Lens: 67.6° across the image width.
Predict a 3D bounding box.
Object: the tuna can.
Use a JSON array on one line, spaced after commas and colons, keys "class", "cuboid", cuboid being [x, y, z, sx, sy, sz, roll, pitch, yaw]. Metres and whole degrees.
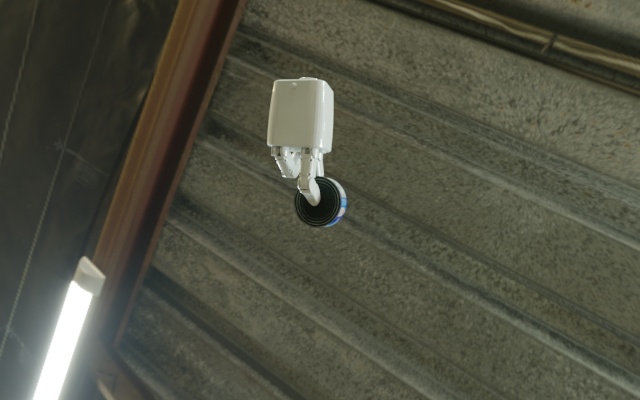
[{"class": "tuna can", "cuboid": [0.000, 0.003, 0.801, 0.086, 0.086, 0.034, 0, -2, 23]}]
